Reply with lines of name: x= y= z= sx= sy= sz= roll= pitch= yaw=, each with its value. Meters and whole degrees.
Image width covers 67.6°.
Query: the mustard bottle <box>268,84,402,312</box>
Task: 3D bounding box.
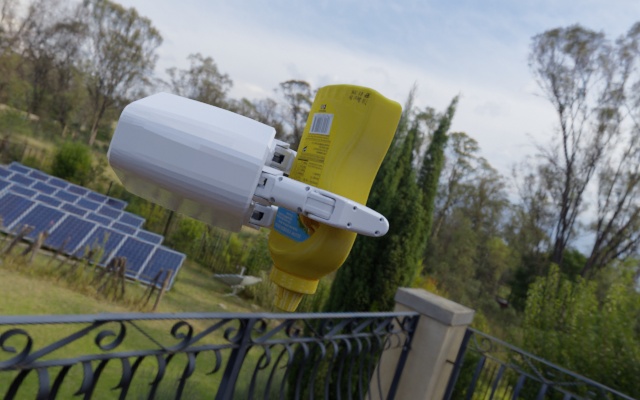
mustard bottle: x=0.000 y=0.001 z=0.403 sx=0.058 sy=0.191 sz=0.096 roll=20 pitch=0 yaw=-32
